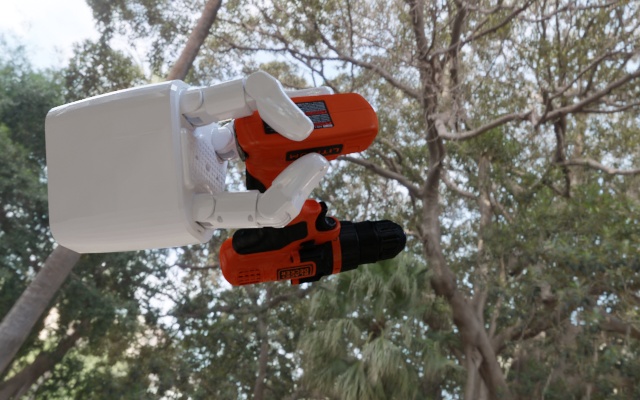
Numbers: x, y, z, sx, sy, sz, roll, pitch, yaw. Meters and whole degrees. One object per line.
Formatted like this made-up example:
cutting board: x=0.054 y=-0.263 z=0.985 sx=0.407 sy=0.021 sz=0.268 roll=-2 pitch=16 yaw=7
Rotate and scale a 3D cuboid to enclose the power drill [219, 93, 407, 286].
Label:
power drill: x=0.000 y=0.001 z=0.415 sx=0.184 sy=0.188 sz=0.057 roll=-9 pitch=45 yaw=-13
